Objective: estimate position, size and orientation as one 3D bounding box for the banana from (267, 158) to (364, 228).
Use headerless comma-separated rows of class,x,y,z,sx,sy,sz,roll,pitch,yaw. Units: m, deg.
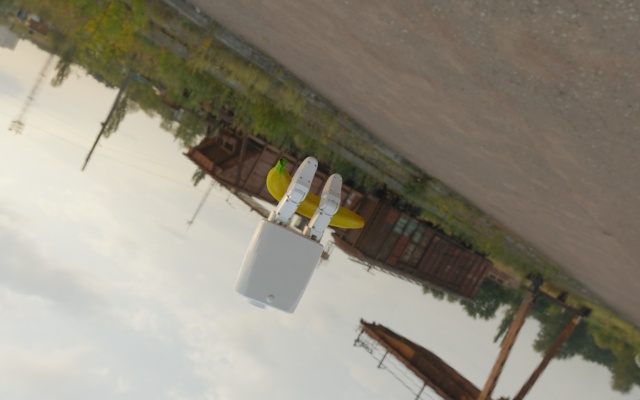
banana,-0.016,0.001,0.709,0.069,0.037,0.198,-1,-26,43
